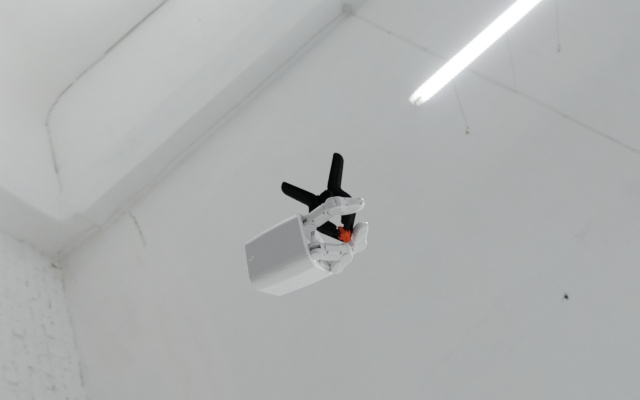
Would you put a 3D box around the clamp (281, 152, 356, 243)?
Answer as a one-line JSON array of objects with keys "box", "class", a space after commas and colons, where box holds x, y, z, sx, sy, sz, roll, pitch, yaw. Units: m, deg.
[{"box": [0.001, 0.003, 0.794, 0.120, 0.171, 0.039, -27, -41, 13], "class": "clamp"}]
